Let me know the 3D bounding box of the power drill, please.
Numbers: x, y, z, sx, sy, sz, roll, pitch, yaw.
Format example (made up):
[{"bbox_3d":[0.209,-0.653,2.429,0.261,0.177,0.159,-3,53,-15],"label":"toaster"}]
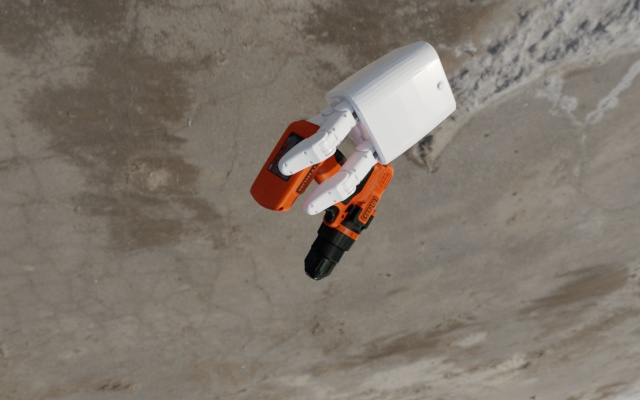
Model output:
[{"bbox_3d":[0.000,0.002,0.581,0.057,0.184,0.188,29,-2,35],"label":"power drill"}]
